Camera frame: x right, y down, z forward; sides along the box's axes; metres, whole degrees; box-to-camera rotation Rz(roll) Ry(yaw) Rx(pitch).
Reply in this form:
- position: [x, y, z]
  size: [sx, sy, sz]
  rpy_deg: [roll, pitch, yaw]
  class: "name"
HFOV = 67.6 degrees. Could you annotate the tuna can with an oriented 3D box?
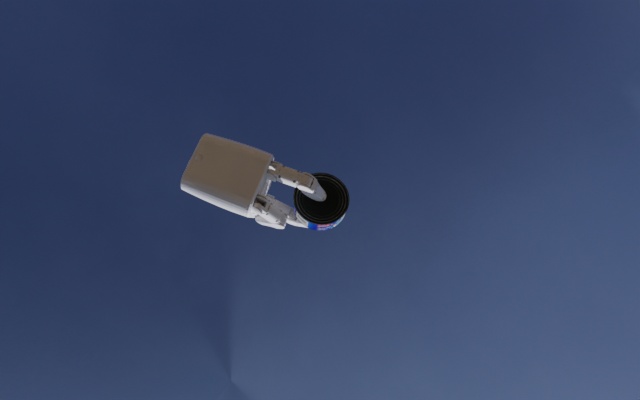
- position: [0.000, 0.003, 0.737]
  size: [0.086, 0.086, 0.034]
  rpy_deg: [0, -22, -5]
  class: "tuna can"
